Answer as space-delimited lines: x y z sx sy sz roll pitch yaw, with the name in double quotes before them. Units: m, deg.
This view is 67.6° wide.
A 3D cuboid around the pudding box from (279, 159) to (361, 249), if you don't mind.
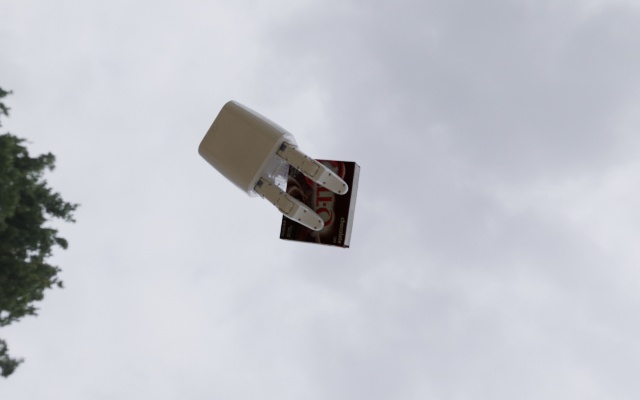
"pudding box" 0.000 0.002 0.628 0.090 0.113 0.039 5 -5 20
